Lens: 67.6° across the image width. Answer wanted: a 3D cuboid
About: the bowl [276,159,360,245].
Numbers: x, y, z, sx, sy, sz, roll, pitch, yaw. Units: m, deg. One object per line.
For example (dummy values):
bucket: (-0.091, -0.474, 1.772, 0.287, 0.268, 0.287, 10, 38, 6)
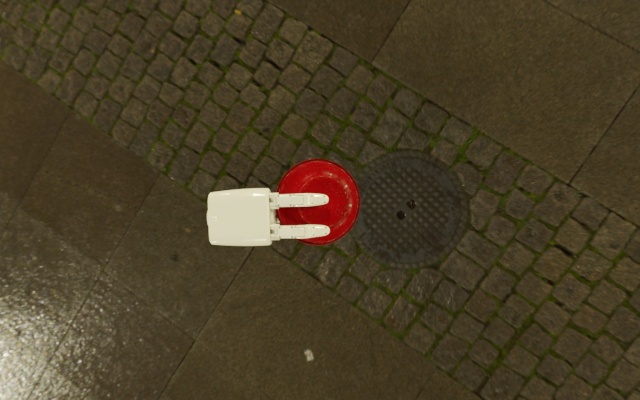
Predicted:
bowl: (0.001, 0.002, 0.863, 0.162, 0.162, 0.055, 0, 0, -10)
